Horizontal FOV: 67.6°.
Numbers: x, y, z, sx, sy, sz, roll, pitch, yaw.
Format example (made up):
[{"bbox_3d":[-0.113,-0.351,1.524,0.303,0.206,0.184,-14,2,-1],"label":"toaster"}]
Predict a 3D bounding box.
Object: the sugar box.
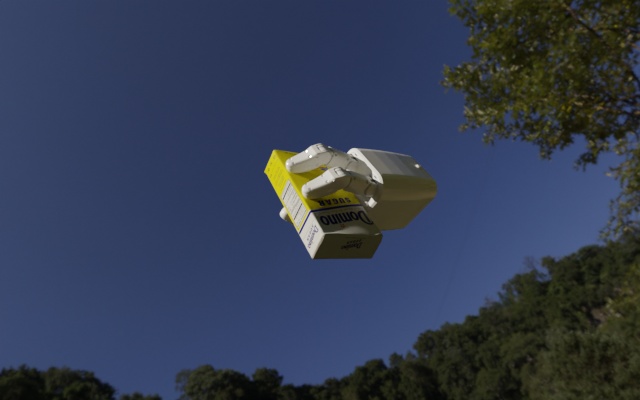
[{"bbox_3d":[0.000,0.002,0.627,0.093,0.048,0.176,4,34,-34],"label":"sugar box"}]
